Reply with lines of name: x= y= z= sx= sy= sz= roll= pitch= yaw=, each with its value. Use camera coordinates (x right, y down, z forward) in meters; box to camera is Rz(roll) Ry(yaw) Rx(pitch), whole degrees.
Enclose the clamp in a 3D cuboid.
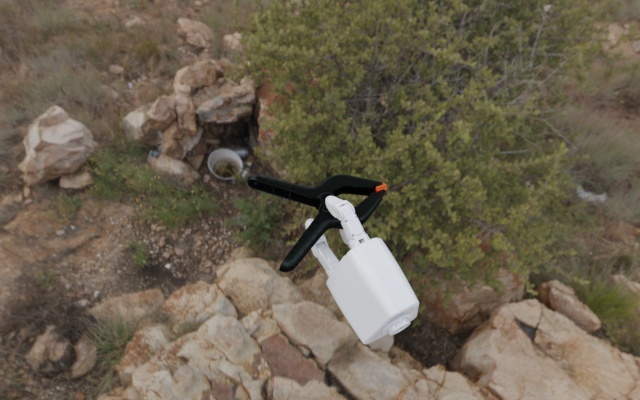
clamp: x=0.001 y=0.002 z=0.731 sx=0.210 sy=0.164 sz=0.036 roll=-21 pitch=-25 yaw=-20
